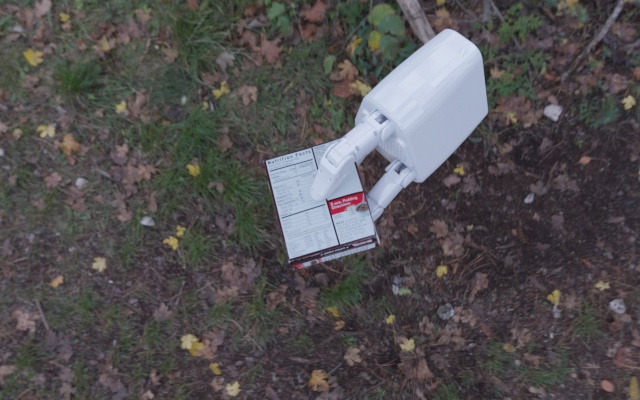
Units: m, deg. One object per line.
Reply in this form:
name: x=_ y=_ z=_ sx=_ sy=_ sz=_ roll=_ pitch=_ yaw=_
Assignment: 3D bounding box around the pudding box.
pudding box: x=0.000 y=0.001 z=0.471 sx=0.090 sy=0.113 sz=0.039 roll=-16 pitch=-22 yaw=3
